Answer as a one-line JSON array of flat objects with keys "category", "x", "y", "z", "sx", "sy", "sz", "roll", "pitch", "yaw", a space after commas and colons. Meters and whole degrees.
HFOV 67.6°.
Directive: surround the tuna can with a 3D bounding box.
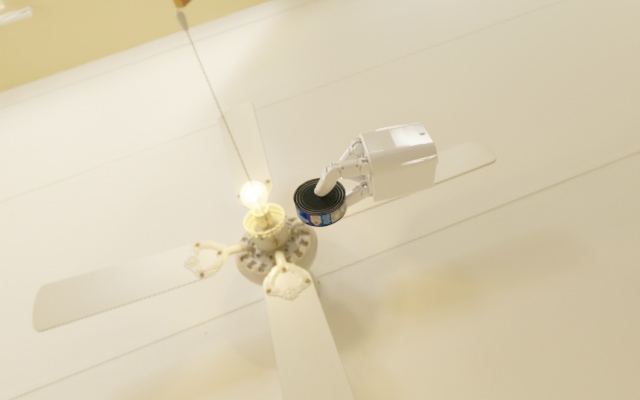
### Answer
[{"category": "tuna can", "x": 0.000, "y": 0.003, "z": 0.778, "sx": 0.086, "sy": 0.034, "sz": 0.086, "roll": -5, "pitch": 43, "yaw": 5}]
